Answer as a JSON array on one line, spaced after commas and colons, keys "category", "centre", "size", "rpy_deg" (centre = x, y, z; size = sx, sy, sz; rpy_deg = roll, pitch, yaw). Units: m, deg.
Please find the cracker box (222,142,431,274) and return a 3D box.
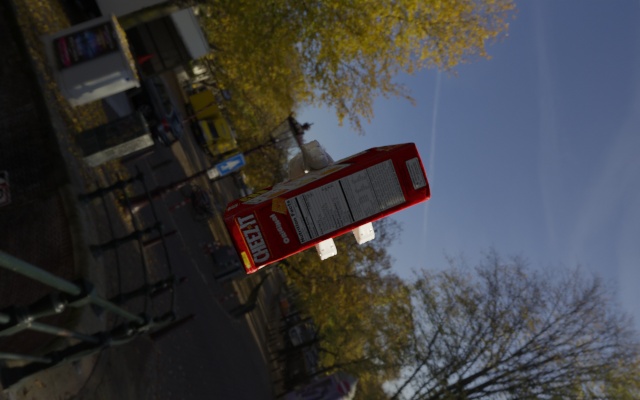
[{"category": "cracker box", "centre": [0.000, 0.002, 0.563], "size": [0.213, 0.072, 0.164], "rpy_deg": [-22, 8, -6]}]
